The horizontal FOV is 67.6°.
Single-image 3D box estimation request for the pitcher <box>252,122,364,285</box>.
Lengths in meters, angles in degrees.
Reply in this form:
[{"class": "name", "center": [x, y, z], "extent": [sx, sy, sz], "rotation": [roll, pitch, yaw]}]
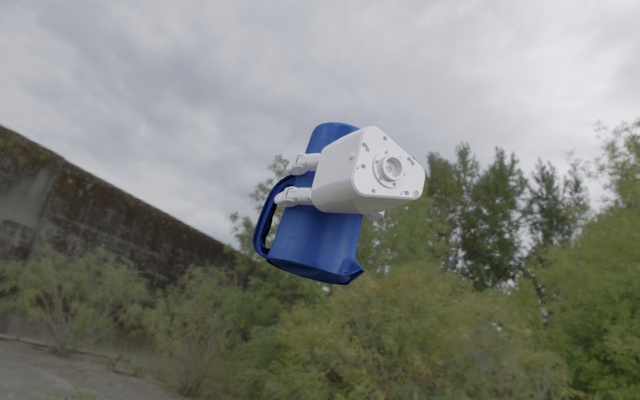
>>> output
[{"class": "pitcher", "center": [0.000, 0.002, 0.759], "extent": [0.149, 0.242, 0.145], "rotation": [22, -18, -20]}]
